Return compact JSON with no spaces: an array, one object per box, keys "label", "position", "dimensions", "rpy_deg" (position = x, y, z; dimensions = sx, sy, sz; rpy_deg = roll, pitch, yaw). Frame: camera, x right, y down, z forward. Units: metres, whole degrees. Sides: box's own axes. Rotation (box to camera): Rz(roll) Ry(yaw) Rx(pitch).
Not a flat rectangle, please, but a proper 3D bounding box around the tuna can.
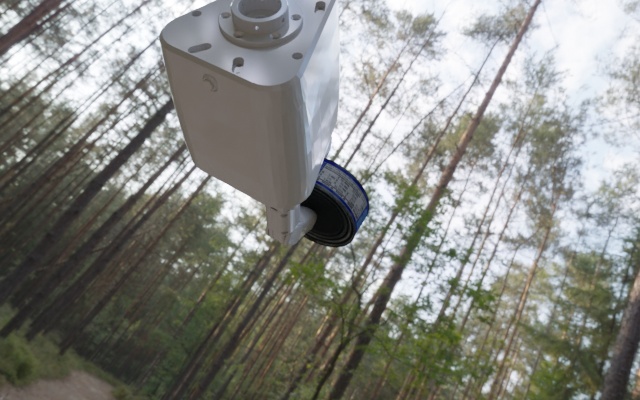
[{"label":"tuna can","position":[0.000,0.001,0.432],"dimensions":[0.086,0.086,0.033],"rpy_deg":[0,43,42]}]
